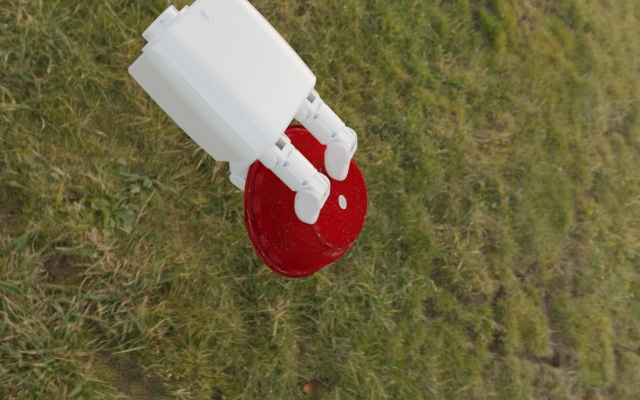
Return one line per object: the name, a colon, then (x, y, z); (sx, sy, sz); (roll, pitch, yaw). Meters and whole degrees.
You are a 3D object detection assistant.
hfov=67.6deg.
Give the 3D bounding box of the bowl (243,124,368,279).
bowl: (0.001, 0.002, 0.486); (0.055, 0.162, 0.162); (2, 1, 39)
